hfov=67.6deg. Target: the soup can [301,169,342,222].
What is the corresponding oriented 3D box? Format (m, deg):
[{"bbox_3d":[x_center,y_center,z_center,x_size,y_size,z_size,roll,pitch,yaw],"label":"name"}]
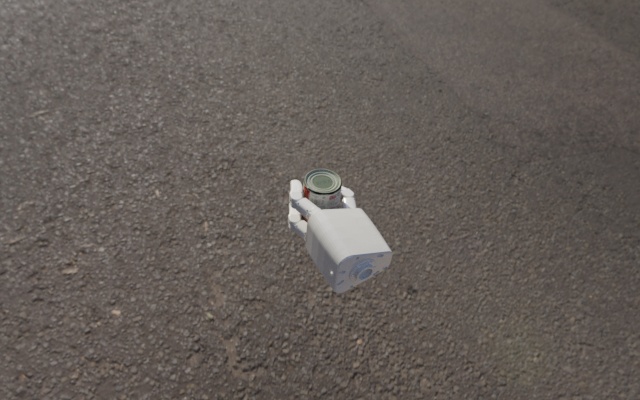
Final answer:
[{"bbox_3d":[0.000,0.002,0.857,0.068,0.102,0.068,3,43,-3],"label":"soup can"}]
